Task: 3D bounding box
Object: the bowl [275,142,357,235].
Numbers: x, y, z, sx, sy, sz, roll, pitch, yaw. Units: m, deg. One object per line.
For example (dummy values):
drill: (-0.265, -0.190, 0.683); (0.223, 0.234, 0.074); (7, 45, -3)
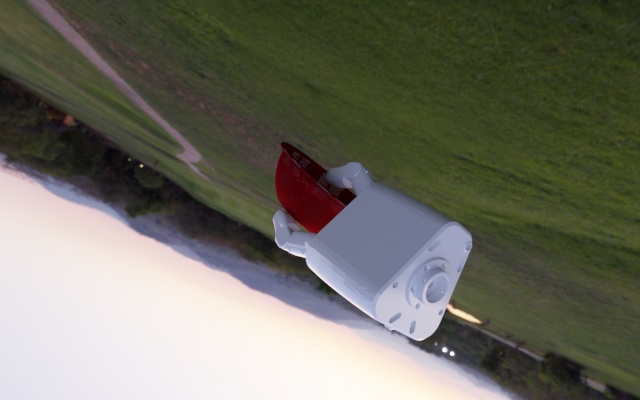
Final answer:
bowl: (0.000, 0.002, 0.570); (0.162, 0.055, 0.162); (40, 9, -8)
